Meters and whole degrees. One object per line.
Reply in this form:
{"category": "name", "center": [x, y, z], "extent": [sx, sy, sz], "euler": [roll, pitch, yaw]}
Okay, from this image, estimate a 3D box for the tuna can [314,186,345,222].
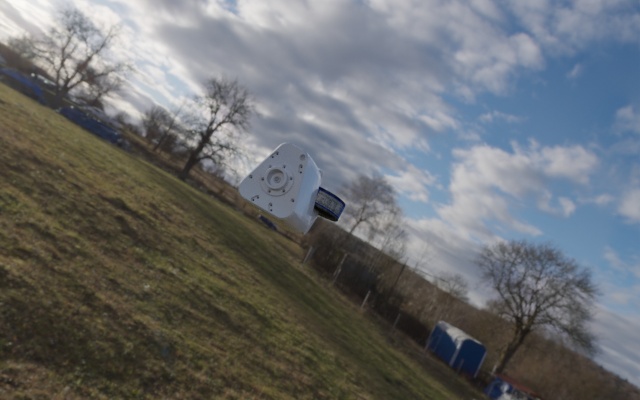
{"category": "tuna can", "center": [0.000, 0.002, 0.843], "extent": [0.086, 0.033, 0.086], "euler": [27, -10, 5]}
